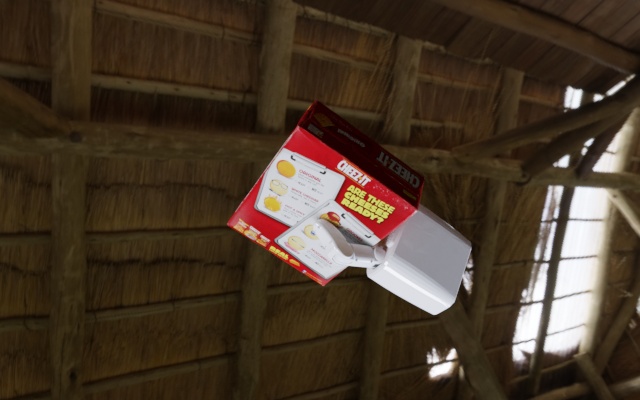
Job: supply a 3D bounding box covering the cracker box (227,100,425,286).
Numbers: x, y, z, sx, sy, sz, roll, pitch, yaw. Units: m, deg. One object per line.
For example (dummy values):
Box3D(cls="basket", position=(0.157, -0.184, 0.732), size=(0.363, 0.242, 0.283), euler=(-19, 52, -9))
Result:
Box3D(cls="cracker box", position=(0.000, 0.002, 0.609), size=(0.164, 0.072, 0.214), euler=(34, -46, -9))
